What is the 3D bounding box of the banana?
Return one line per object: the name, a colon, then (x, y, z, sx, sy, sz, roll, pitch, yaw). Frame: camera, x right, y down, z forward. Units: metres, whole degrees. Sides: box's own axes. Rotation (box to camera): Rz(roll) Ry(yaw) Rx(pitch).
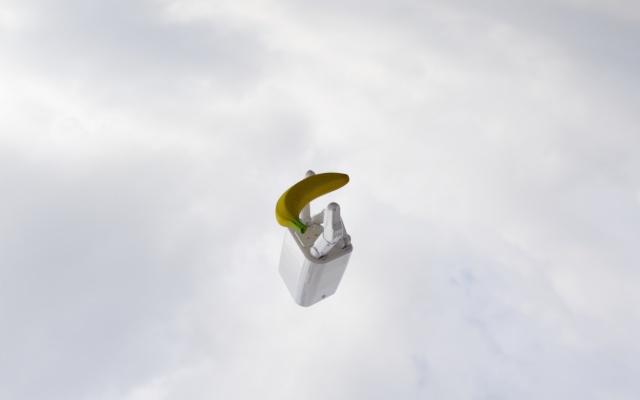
banana: (-0.018, -0.004, 0.713, 0.069, 0.037, 0.197, 23, 32, 12)
